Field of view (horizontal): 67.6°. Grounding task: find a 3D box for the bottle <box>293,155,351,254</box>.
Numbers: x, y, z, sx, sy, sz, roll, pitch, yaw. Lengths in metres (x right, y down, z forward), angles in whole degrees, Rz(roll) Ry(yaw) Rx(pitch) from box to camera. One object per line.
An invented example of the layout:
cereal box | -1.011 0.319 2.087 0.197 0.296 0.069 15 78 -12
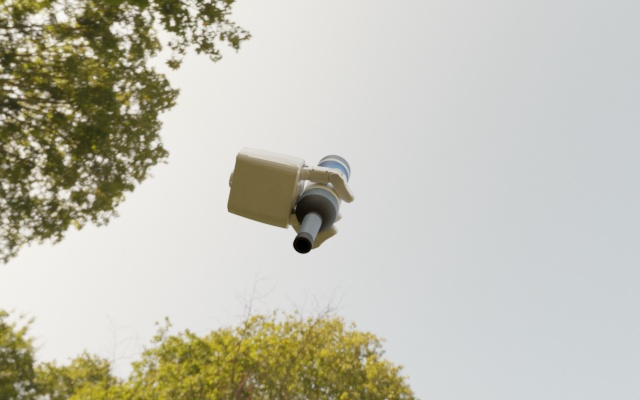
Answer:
bottle | 0.000 0.002 0.783 0.069 0.069 0.295 0 24 11
